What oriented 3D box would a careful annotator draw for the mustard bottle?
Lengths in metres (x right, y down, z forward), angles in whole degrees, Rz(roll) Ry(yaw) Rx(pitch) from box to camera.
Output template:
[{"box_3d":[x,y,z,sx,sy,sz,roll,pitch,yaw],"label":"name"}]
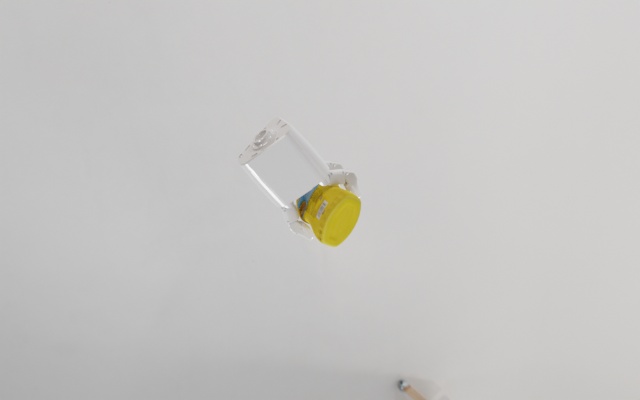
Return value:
[{"box_3d":[0.000,0.003,0.863,0.058,0.096,0.191,21,11,-29],"label":"mustard bottle"}]
